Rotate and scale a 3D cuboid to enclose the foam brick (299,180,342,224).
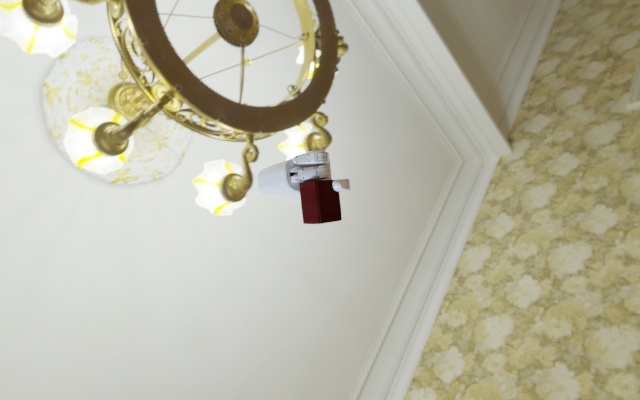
[{"bbox_3d":[0.000,0.003,0.868,0.053,0.078,0.051,-4,-3,-39],"label":"foam brick"}]
